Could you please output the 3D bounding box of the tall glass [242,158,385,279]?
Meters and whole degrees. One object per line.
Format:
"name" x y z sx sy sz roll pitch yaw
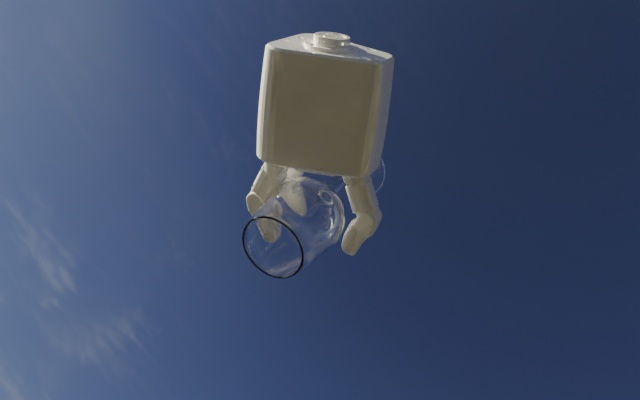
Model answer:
"tall glass" 0.000 0.001 0.493 0.079 0.079 0.201 0 24 28
